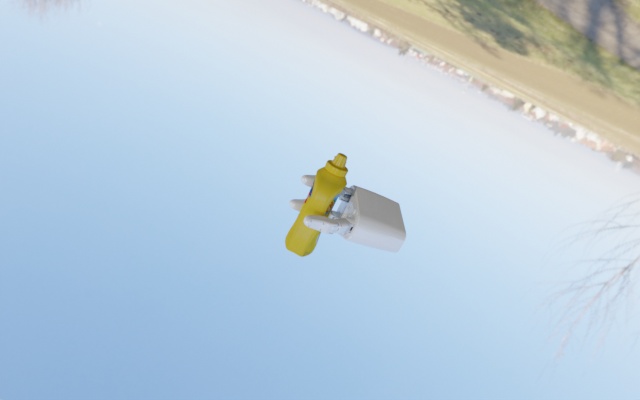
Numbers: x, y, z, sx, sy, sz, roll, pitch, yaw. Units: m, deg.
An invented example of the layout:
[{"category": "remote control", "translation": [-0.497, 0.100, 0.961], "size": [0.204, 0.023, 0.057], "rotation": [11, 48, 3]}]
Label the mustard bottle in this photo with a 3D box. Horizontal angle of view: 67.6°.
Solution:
[{"category": "mustard bottle", "translation": [0.000, 0.003, 0.850], "size": [0.058, 0.192, 0.096], "rotation": [28, 21, 4]}]
